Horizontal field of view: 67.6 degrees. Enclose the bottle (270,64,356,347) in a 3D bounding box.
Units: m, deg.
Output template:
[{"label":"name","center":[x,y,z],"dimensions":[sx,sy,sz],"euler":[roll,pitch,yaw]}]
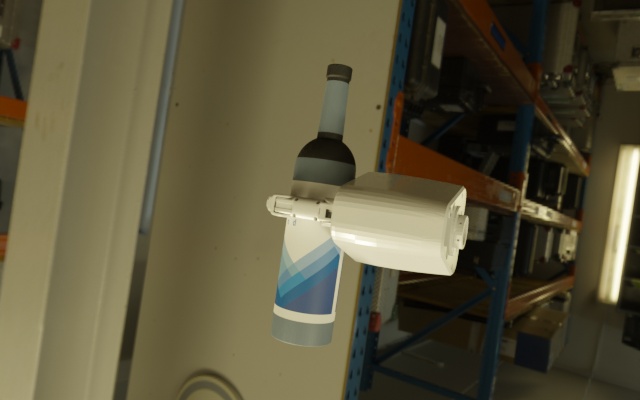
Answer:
[{"label":"bottle","center":[0.000,0.002,0.516],"dimensions":[0.069,0.295,0.069],"euler":[8,0,0]}]
